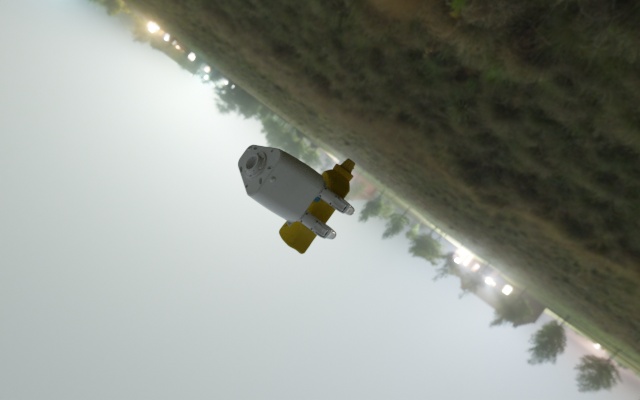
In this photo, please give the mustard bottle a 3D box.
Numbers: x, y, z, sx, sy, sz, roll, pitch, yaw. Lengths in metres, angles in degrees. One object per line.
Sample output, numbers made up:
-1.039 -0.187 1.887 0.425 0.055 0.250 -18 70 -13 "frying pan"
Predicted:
0.000 0.003 0.885 0.058 0.191 0.096 35 4 -18 "mustard bottle"
